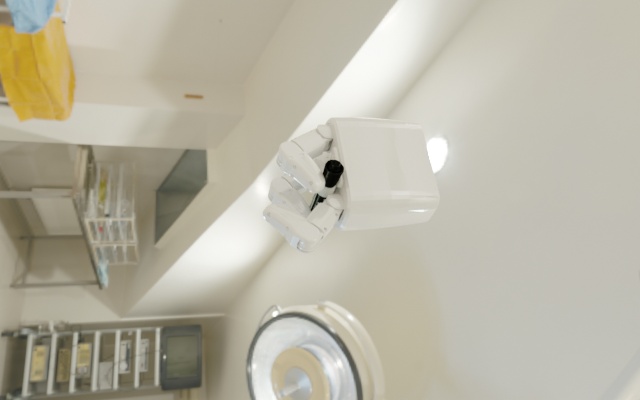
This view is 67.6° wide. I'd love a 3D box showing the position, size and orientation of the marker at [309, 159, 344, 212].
[{"bbox_3d":[0.000,0.002,0.489,0.020,0.020,0.121,0,-37,-18],"label":"marker"}]
